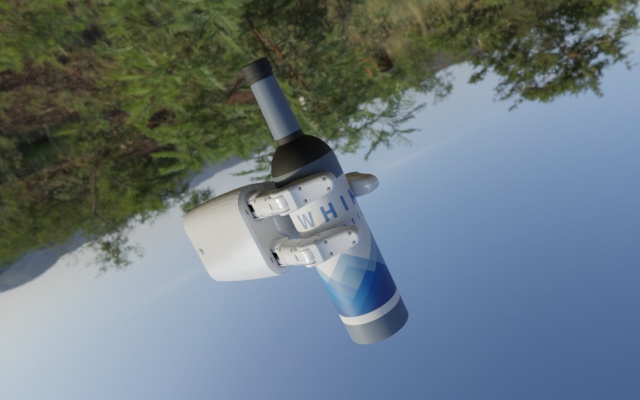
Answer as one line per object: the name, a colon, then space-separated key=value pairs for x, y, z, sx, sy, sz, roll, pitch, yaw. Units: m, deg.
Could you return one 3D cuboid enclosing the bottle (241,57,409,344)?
bottle: x=0.000 y=0.002 z=0.476 sx=0.069 sy=0.296 sz=0.069 roll=-25 pitch=11 yaw=5
